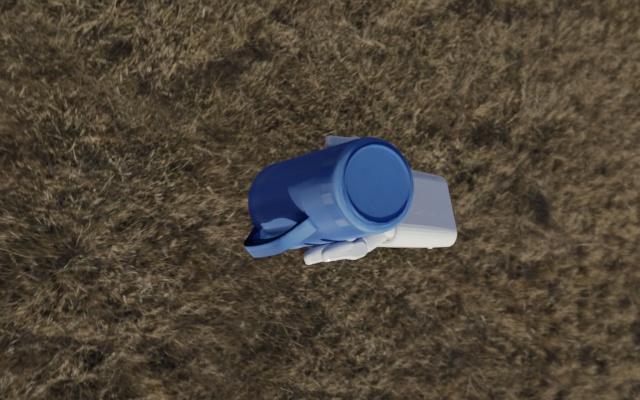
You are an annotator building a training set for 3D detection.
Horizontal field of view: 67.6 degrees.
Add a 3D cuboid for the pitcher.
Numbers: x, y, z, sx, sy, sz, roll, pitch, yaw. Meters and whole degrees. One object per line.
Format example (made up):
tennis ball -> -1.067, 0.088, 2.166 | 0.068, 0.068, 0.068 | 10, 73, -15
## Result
pitcher -> 0.000, 0.002, 0.618 | 0.145, 0.149, 0.243 | 7, -9, -27
